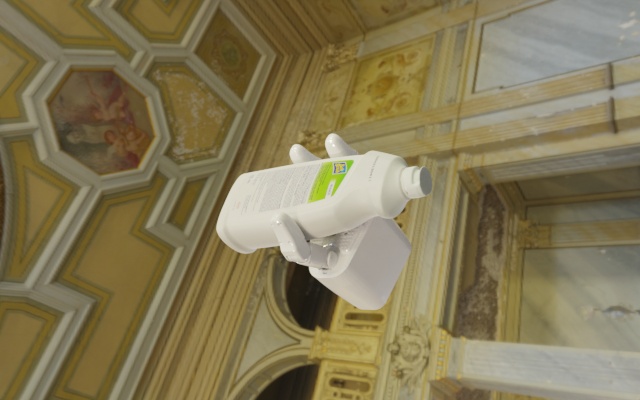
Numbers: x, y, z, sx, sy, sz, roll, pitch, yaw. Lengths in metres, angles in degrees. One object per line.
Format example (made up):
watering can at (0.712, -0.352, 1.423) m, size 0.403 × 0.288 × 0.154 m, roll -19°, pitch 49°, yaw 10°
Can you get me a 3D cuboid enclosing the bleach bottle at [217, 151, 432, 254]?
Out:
bleach bottle at (0.000, 0.002, 0.530) m, size 0.251 × 0.102 × 0.068 m, roll -8°, pitch -37°, yaw 37°
